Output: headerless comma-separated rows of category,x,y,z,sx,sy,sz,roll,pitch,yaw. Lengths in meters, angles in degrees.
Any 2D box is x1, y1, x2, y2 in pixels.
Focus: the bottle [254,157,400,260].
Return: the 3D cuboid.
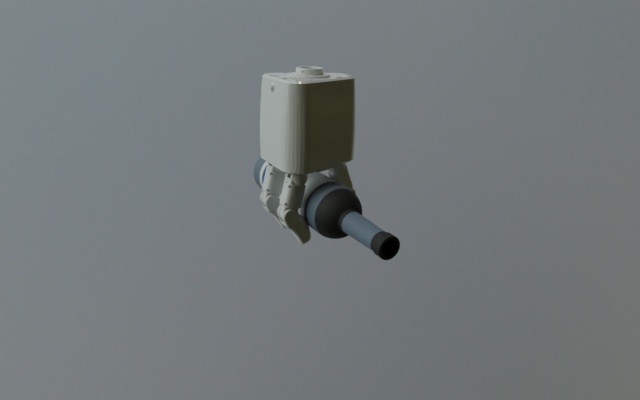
bottle,0.000,0.002,0.614,0.069,0.069,0.295,0,19,-31
